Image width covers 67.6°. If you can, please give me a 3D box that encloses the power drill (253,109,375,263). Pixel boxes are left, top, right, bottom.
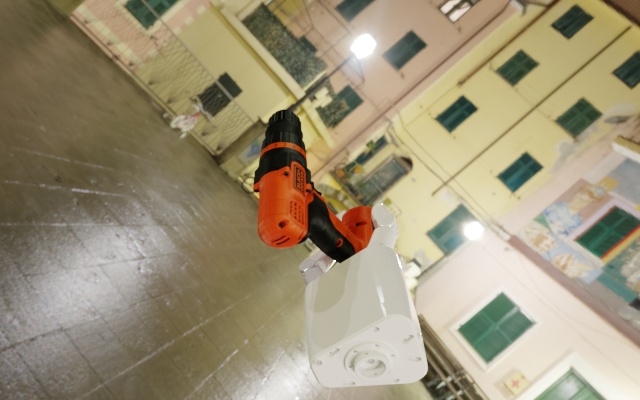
[{"bbox_3d":[0.000,0.002,0.556,0.057,0.184,0.188,-27,-46,30],"label":"power drill"}]
